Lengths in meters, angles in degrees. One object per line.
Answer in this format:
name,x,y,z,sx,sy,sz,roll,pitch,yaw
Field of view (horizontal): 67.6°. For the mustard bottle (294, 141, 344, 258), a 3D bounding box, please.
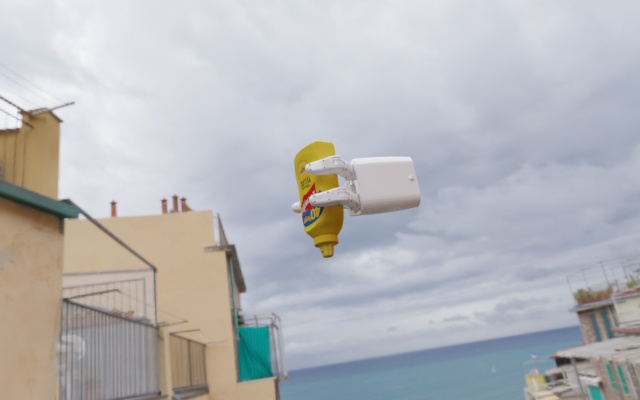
mustard bottle,0.000,0.002,0.810,0.058,0.191,0.096,4,-22,-32
